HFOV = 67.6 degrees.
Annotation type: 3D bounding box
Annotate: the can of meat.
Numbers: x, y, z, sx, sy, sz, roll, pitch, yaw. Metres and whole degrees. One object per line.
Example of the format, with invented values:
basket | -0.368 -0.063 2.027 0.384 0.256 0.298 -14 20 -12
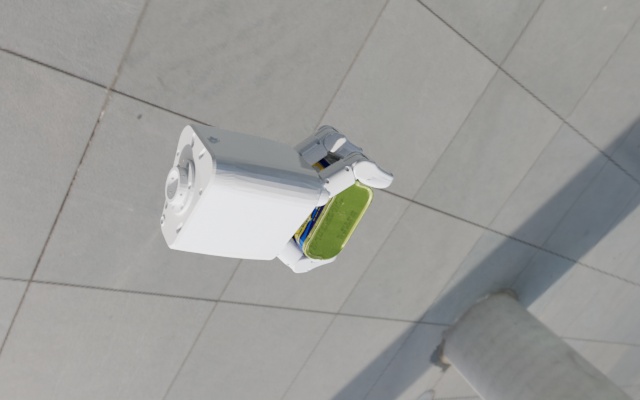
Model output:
can of meat | 0.000 0.002 0.514 0.057 0.102 0.084 14 22 -39
